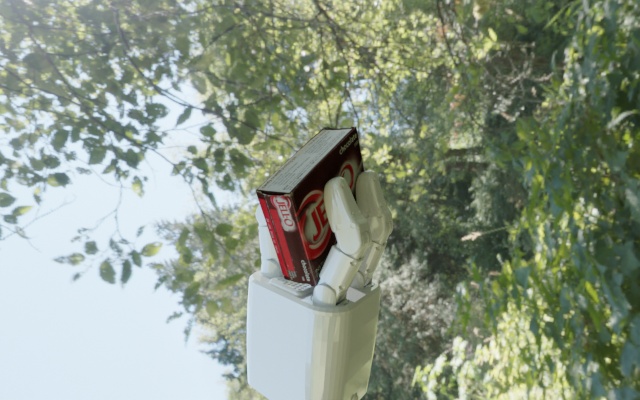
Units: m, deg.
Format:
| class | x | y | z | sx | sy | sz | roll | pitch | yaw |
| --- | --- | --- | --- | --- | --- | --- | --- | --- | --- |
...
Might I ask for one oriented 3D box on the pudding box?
| class | x | y | z | sx | sy | sz | roll | pitch | yaw |
| --- | --- | --- | --- | --- | --- | --- | --- | --- | --- |
| pudding box | 0.000 | 0.001 | 0.403 | 0.039 | 0.090 | 0.113 | 6 | 37 | 28 |
